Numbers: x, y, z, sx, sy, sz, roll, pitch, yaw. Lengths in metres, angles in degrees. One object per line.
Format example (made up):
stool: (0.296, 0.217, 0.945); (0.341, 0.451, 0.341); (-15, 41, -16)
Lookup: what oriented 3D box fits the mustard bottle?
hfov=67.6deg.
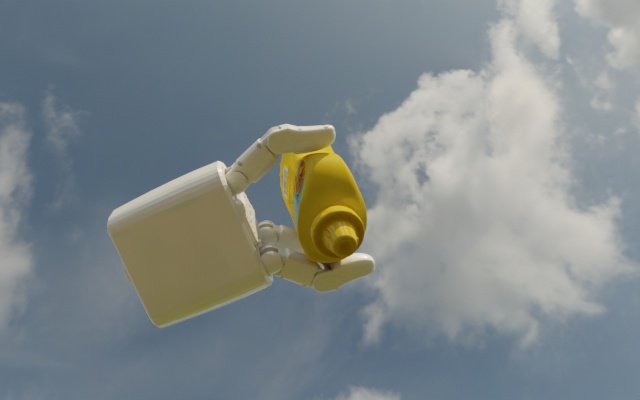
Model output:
mustard bottle: (0.000, 0.001, 0.432); (0.058, 0.096, 0.191); (-1, 20, -10)
